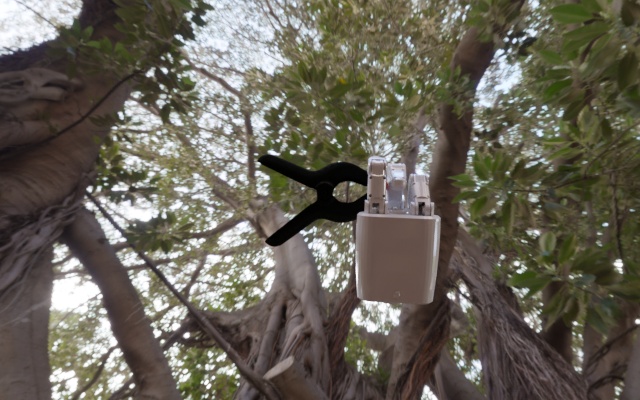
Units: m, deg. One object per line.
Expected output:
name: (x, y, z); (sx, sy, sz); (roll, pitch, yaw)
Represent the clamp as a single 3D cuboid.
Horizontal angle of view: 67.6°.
clamp: (0.000, 0.002, 0.620); (0.171, 0.120, 0.039); (2, 1, 6)
